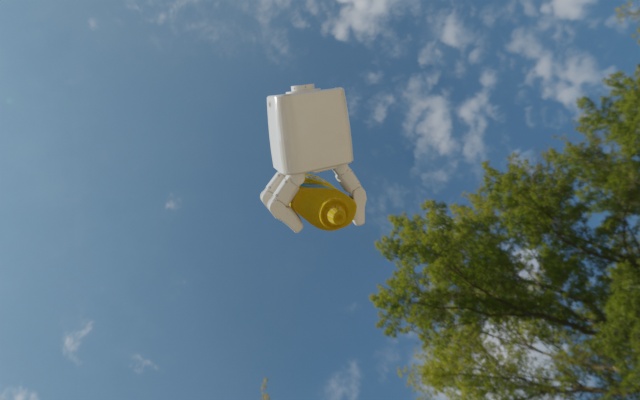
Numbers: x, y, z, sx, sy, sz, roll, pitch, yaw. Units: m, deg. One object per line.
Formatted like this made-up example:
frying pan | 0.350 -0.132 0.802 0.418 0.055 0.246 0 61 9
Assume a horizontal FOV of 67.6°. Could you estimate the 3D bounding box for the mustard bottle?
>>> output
mustard bottle | 0.000 0.003 0.693 0.096 0.058 0.191 16 7 -18
